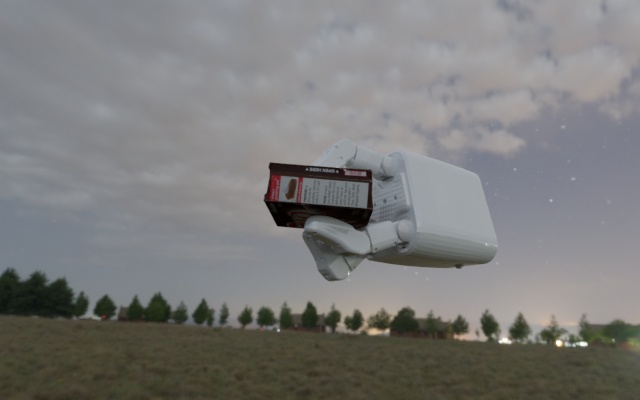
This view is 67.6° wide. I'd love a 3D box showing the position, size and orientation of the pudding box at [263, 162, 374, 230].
[{"bbox_3d":[0.000,0.001,0.438,0.090,0.039,0.113,4,-16,2],"label":"pudding box"}]
